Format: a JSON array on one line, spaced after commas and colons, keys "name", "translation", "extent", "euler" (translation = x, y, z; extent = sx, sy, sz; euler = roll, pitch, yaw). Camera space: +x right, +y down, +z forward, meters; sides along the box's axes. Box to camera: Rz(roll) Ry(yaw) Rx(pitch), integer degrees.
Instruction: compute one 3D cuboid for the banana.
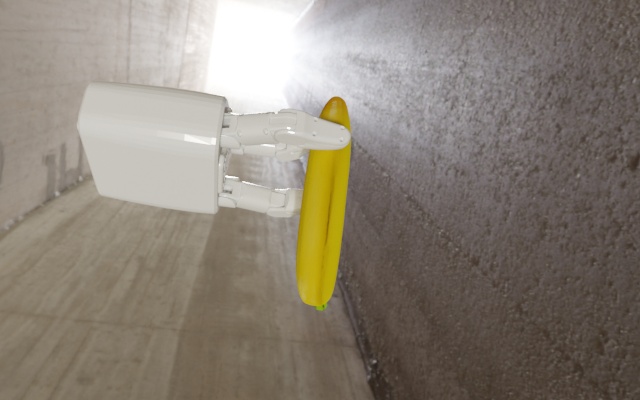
[{"name": "banana", "translation": [0.001, 0.007, 0.409], "extent": [0.037, 0.198, 0.069], "euler": [6, 5, -5]}]
